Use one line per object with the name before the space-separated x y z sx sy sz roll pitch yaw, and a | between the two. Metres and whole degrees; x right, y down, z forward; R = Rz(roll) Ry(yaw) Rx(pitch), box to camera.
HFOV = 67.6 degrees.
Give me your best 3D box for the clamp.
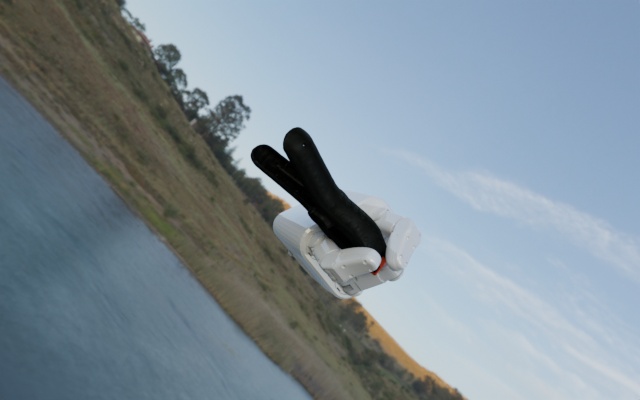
clamp | 0.001 0.001 0.459 0.039 0.171 0.120 -42 23 -13
